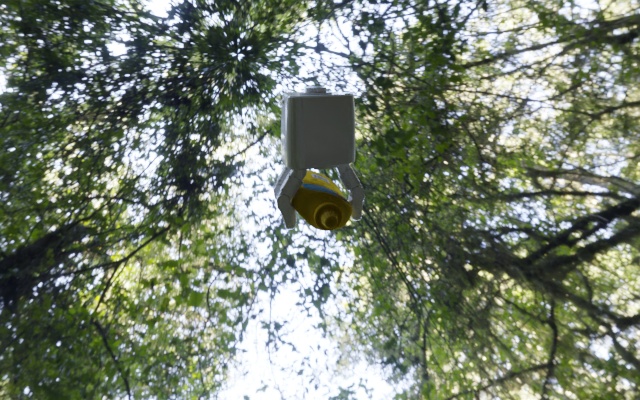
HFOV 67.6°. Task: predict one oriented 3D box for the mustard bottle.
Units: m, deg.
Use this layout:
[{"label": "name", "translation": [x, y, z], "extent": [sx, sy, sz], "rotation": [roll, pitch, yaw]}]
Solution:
[{"label": "mustard bottle", "translation": [0.000, 0.003, 0.754], "extent": [0.096, 0.058, 0.191], "rotation": [22, 12, -15]}]
